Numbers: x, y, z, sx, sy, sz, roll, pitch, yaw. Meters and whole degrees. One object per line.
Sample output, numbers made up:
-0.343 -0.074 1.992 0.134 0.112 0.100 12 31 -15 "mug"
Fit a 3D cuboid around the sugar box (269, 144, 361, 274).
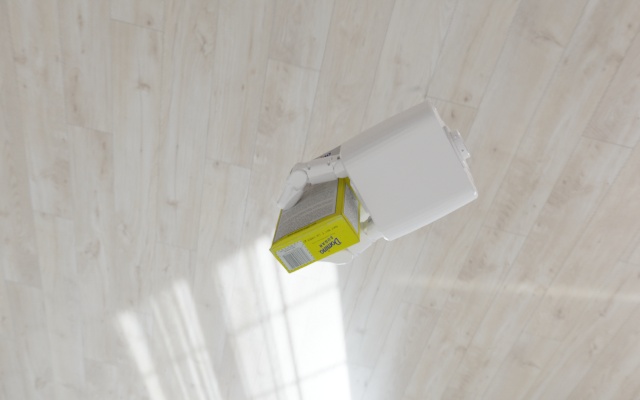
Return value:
0.000 0.002 0.566 0.093 0.048 0.176 -26 23 20 "sugar box"
